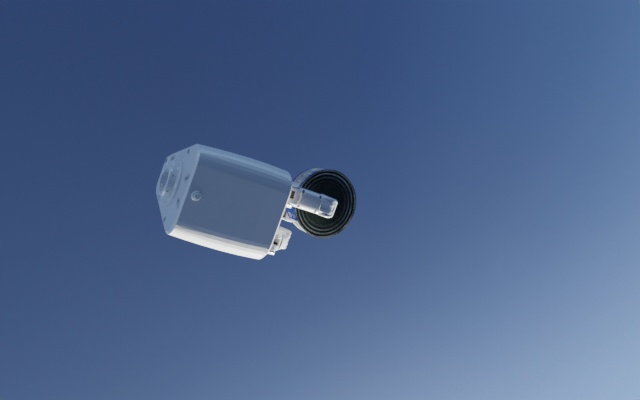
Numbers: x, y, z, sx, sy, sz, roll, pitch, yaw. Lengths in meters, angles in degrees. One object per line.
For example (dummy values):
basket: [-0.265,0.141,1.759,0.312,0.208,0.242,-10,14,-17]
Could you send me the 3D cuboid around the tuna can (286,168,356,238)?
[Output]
tuna can: [0.000,0.002,0.600,0.086,0.086,0.033,0,10,-29]
